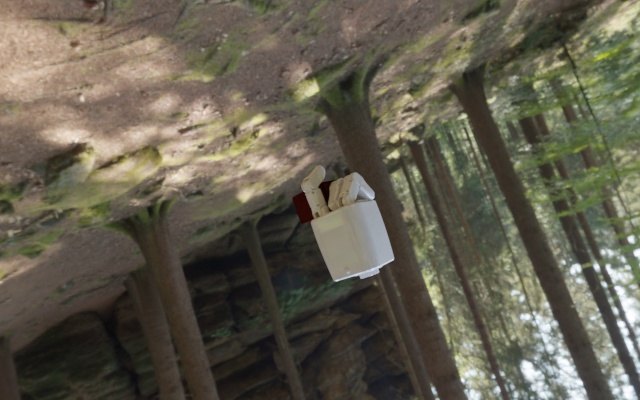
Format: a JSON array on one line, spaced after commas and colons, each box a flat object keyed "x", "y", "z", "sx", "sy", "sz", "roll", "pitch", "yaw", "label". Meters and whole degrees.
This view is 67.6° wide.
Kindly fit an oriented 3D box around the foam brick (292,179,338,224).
[{"x": 0.000, "y": 0.003, "z": 0.821, "sx": 0.078, "sy": 0.051, "sz": 0.053, "roll": -26, "pitch": -9, "yaw": 41, "label": "foam brick"}]
